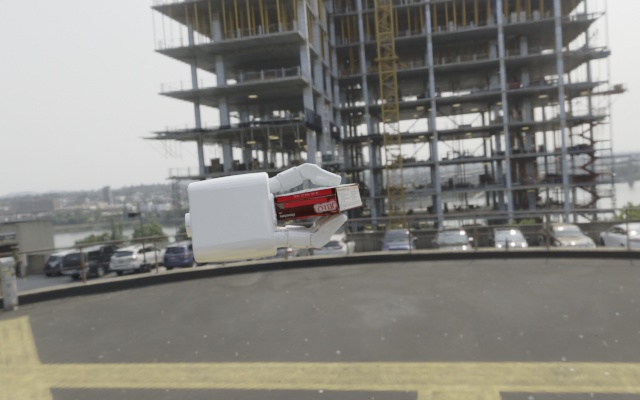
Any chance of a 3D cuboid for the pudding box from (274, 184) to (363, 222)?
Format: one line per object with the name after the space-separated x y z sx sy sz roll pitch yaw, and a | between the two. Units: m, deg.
0.000 0.002 0.659 0.090 0.039 0.113 -7 3 21 | pudding box
